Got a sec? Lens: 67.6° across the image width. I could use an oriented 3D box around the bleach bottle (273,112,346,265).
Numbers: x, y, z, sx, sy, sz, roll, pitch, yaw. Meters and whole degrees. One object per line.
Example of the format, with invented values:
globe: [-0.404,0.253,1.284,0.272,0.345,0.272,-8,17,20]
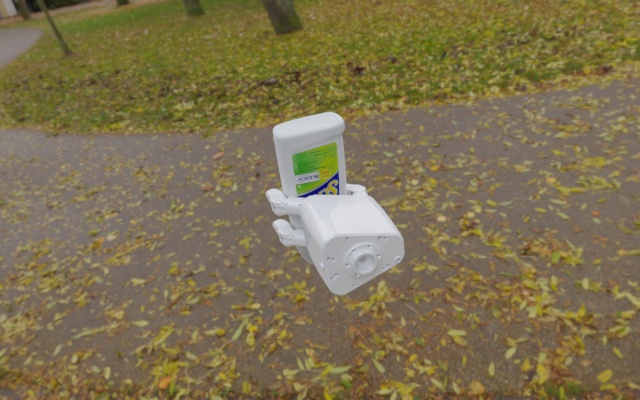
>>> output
bleach bottle: [0.000,0.002,0.718,0.102,0.251,0.068,-15,29,-8]
